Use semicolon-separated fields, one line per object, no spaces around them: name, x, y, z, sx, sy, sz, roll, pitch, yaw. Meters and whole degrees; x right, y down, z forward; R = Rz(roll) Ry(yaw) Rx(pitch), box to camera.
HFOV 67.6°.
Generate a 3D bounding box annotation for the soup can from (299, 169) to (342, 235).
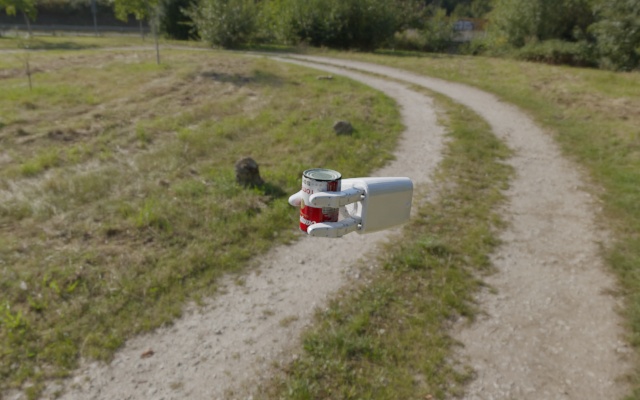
soup can;0.000;0.002;0.824;0.068;0.102;0.068;4;20;-1
